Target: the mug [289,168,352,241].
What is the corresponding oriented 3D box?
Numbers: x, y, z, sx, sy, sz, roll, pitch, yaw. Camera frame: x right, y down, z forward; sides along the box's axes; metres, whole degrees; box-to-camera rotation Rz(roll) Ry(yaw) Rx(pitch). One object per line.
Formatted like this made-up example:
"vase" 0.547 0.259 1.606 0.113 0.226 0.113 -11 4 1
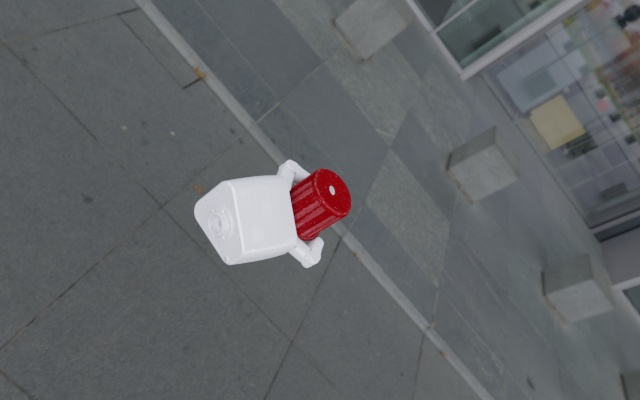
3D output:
"mug" 0.001 0.002 0.740 0.081 0.093 0.117 -33 -13 35
